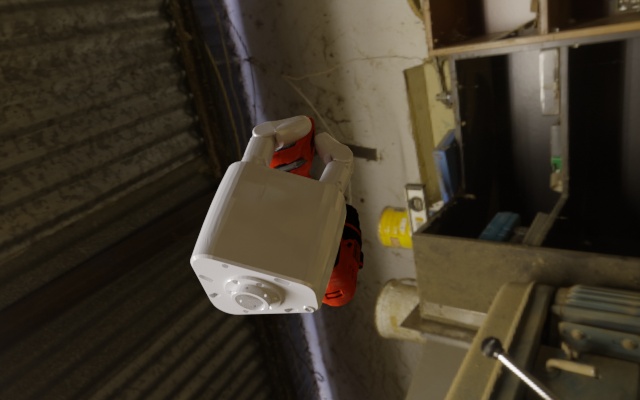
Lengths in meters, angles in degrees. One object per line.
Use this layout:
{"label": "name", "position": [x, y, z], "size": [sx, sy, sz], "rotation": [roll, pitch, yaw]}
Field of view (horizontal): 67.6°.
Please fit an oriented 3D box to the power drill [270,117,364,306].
{"label": "power drill", "position": [0.000, 0.002, 0.561], "size": [0.057, 0.188, 0.184], "rotation": [-19, 25, 15]}
